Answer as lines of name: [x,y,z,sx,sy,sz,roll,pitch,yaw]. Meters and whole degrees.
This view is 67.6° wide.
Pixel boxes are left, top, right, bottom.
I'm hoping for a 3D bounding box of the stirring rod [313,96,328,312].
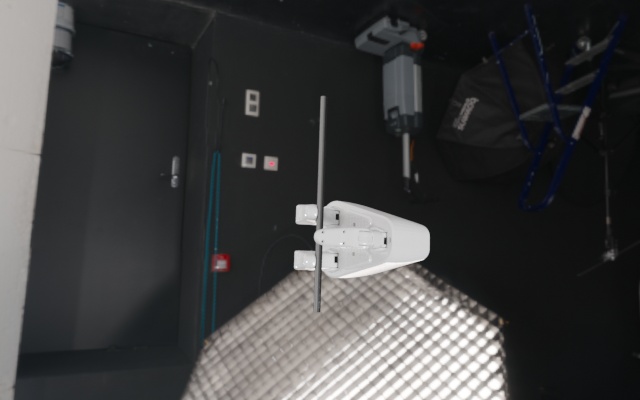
stirring rod: [0.000,0.002,0.532,0.011,0.239,0.011,2,-6,0]
